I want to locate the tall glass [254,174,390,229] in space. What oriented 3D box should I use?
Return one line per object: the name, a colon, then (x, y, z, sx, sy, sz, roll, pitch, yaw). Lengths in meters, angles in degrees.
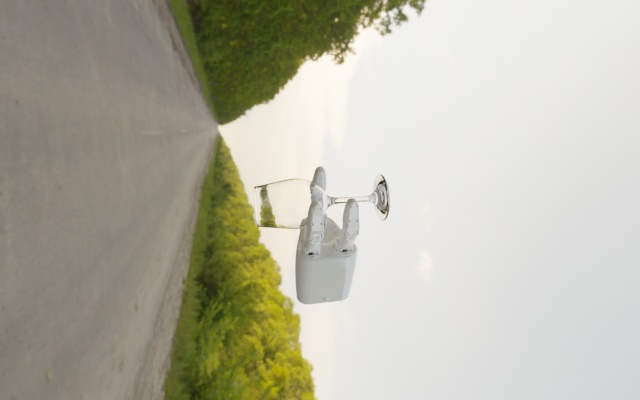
tall glass: (0.001, 0.002, 0.737, 0.201, 0.079, 0.079, -4, 1, -12)
